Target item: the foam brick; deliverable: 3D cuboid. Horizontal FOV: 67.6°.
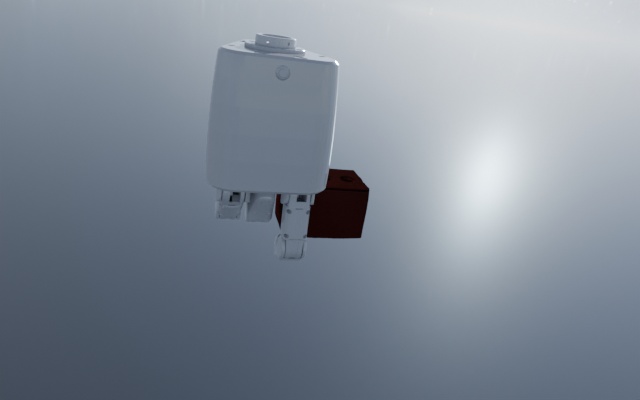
[{"bbox_3d":[0.000,0.002,0.450,0.078,0.051,0.053,2,23,-15],"label":"foam brick"}]
